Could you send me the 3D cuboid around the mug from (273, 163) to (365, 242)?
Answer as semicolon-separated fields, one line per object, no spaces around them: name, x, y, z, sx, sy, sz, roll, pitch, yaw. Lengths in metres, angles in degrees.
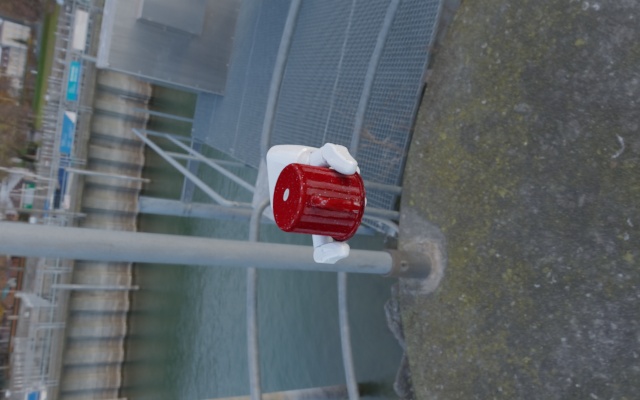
mug;0.001;0.002;0.559;0.081;0.093;0.117;8;4;-30
